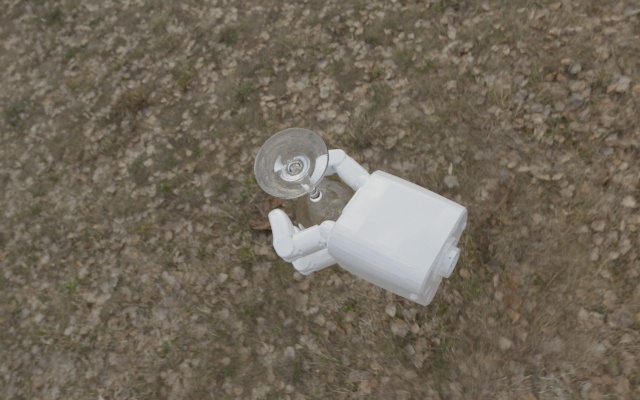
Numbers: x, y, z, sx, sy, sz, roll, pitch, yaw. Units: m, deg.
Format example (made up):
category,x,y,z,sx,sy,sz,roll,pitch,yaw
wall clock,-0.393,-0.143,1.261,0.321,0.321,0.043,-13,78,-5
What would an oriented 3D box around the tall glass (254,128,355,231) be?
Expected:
category,x,y,z,sx,sy,sz,roll,pitch,yaw
tall glass,0.000,0.001,0.534,0.079,0.079,0.201,0,-22,17
